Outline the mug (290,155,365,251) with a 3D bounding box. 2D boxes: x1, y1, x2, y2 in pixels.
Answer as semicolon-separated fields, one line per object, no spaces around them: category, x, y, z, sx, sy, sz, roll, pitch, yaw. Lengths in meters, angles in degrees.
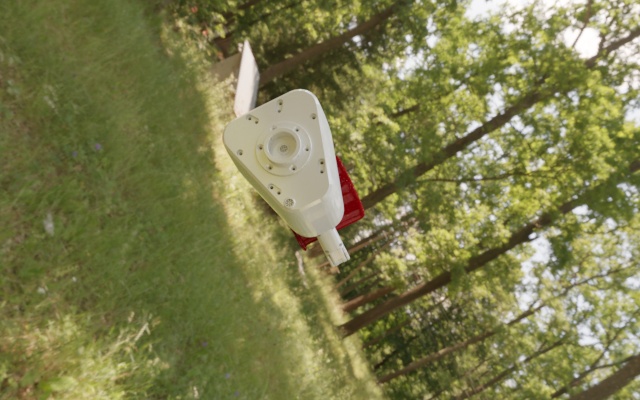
mug;0.000;0.002;0.565;0.081;0.093;0.117;-25;-14;0
